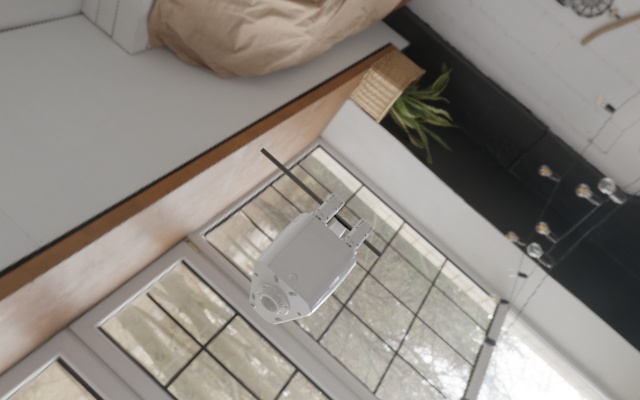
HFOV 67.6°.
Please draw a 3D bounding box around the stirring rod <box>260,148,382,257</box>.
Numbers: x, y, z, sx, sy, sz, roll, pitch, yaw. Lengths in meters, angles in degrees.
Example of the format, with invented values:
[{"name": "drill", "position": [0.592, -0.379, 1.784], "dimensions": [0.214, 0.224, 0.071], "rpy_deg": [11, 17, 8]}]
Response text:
[{"name": "stirring rod", "position": [0.000, 0.002, 0.719], "dimensions": [0.239, 0.011, 0.011], "rpy_deg": [42, 4, 4]}]
